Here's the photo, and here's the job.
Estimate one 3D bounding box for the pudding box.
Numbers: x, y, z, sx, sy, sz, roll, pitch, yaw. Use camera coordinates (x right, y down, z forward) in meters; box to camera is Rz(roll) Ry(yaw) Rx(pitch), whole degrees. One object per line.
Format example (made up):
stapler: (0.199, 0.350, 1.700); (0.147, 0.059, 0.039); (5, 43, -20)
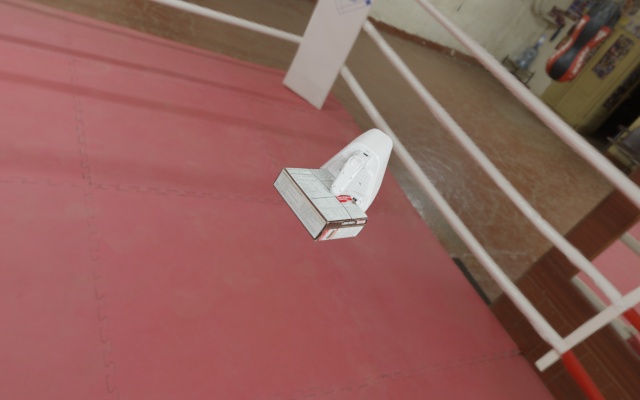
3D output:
pudding box: (0.000, 0.002, 0.662); (0.090, 0.039, 0.113); (-3, 44, -47)
